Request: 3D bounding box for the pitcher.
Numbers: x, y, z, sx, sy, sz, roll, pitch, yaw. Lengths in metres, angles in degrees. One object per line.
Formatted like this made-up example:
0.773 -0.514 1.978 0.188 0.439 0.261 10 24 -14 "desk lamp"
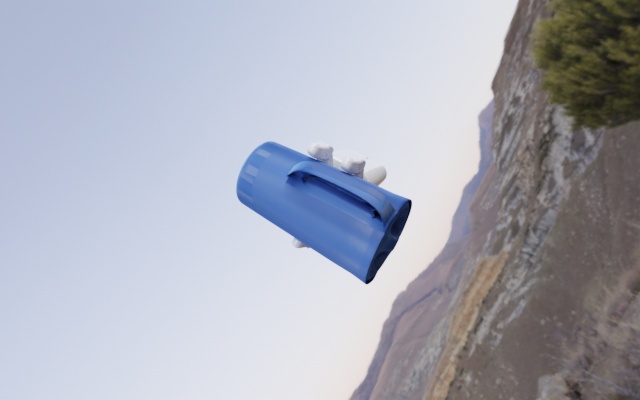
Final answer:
0.000 0.002 0.690 0.243 0.149 0.145 28 23 18 "pitcher"
